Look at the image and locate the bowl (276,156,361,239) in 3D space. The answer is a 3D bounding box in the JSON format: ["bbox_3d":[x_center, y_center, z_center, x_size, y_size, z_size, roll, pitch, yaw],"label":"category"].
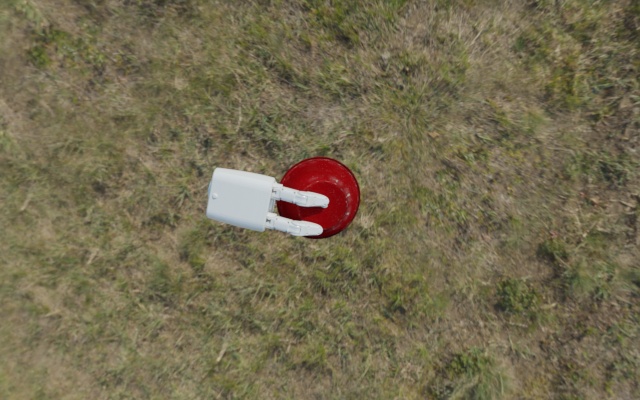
[{"bbox_3d":[0.002,0.003,0.881,0.162,0.162,0.055,0,14,-8],"label":"bowl"}]
